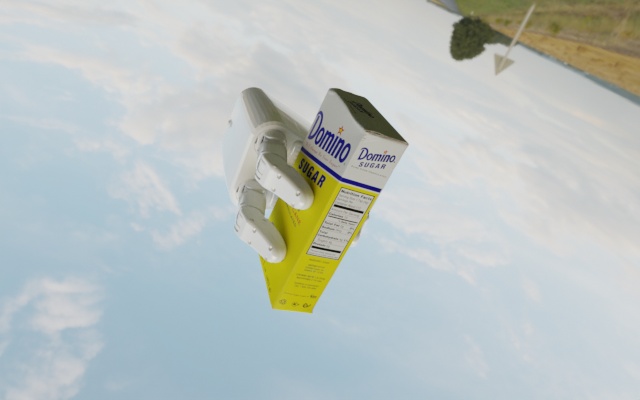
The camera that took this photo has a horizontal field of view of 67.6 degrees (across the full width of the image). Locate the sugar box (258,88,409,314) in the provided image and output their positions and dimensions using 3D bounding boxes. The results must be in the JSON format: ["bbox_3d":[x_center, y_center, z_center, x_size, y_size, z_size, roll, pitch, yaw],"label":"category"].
[{"bbox_3d":[-0.001,0.001,0.409,0.048,0.176,0.093,12,28,-25],"label":"sugar box"}]
